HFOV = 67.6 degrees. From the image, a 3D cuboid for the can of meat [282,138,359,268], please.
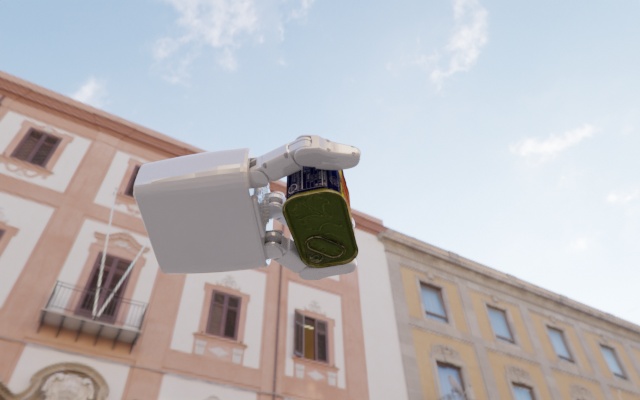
[{"bbox_3d":[0.000,0.001,0.468,0.057,0.102,0.083,-11,43,7],"label":"can of meat"}]
